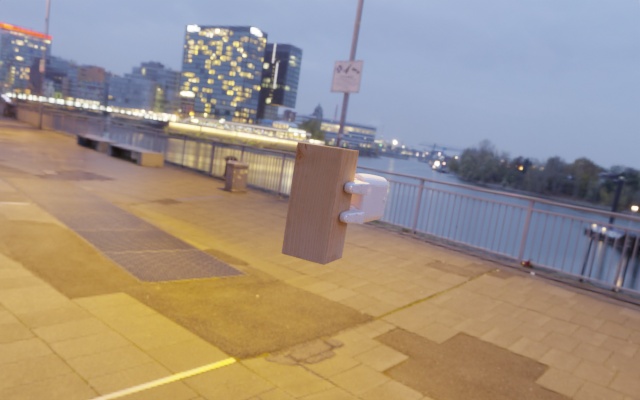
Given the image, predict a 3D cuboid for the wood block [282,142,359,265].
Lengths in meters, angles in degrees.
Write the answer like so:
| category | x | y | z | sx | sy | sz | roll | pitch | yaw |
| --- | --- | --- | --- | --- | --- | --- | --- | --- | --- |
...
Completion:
| category | x | y | z | sx | sy | sz | roll | pitch | yaw |
| --- | --- | --- | --- | --- | --- | --- | --- | --- | --- |
| wood block | 0.000 | 0.003 | 0.882 | 0.091 | 0.206 | 0.090 | 12 | 8 | 24 |
